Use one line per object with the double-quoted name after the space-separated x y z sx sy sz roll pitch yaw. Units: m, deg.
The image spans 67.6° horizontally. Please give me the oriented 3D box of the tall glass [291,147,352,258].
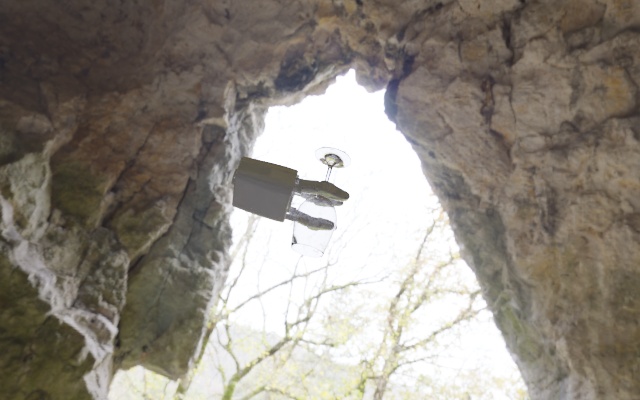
0.000 0.002 0.888 0.079 0.201 0.079 12 -25 6 "tall glass"
